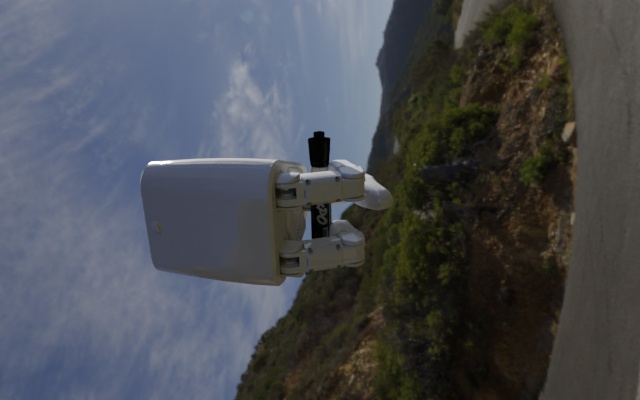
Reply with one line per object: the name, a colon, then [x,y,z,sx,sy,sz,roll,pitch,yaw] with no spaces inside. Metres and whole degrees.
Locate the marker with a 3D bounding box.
marker: [0.000,0.001,0.409,0.020,0.121,0.020,-1,19,0]
